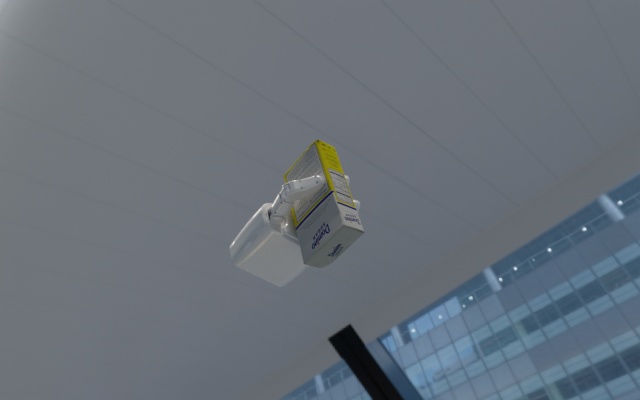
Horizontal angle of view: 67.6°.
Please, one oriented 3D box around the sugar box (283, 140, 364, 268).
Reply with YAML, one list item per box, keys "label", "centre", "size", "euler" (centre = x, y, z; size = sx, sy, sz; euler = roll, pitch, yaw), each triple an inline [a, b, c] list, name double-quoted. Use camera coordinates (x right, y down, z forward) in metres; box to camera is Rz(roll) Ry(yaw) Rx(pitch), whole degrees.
- label: "sugar box"
  centre: [0.000, 0.002, 0.703]
  size: [0.048, 0.176, 0.093]
  euler: [18, -50, -36]
